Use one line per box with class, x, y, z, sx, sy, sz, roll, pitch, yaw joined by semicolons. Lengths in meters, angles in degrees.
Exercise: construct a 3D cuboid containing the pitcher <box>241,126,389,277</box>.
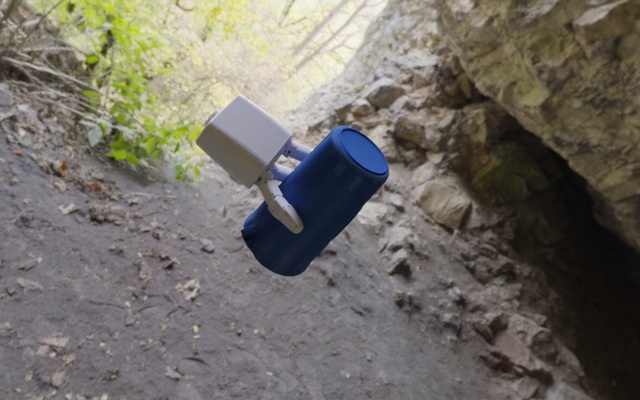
pitcher;0.000;0.002;0.756;0.243;0.145;0.149;-46;8;33
